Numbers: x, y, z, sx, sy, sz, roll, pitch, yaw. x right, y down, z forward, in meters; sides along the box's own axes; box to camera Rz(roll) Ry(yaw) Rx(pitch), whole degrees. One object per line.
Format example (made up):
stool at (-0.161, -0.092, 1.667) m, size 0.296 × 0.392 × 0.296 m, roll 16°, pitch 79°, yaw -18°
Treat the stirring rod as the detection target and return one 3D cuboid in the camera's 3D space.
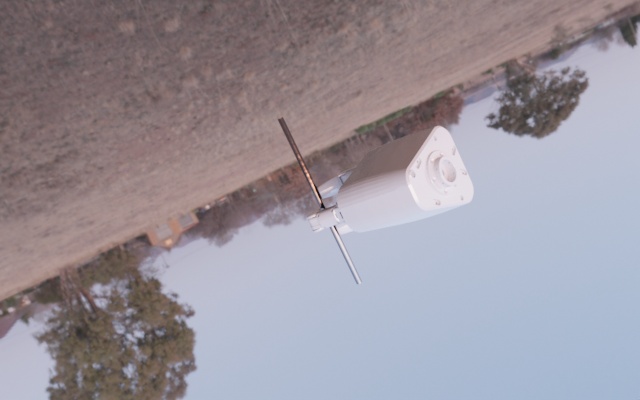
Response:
stirring rod at (0.000, 0.002, 0.627) m, size 0.011 × 0.239 × 0.011 m, roll -25°, pitch 5°, yaw 2°
